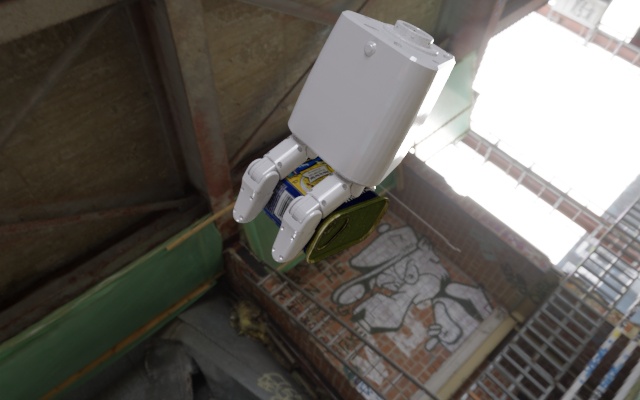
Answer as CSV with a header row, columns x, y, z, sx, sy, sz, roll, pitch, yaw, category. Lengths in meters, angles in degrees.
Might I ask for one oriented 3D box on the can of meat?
x,y,z,sx,sy,sz,roll,pitch,yaw,category
0.000,0.001,0.447,0.084,0.057,0.102,43,36,24,can of meat
